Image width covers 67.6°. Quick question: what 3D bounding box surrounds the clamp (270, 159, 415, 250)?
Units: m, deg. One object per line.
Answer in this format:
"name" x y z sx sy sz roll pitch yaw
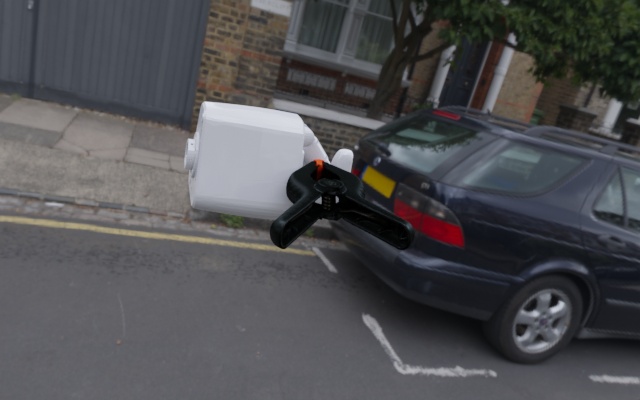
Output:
"clamp" 0.000 0.001 0.451 0.120 0.039 0.171 4 20 -20
